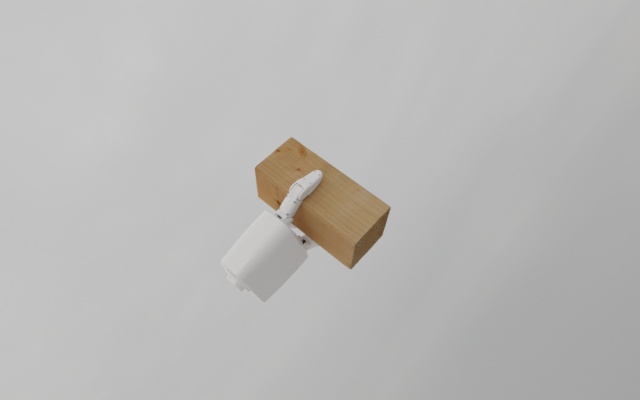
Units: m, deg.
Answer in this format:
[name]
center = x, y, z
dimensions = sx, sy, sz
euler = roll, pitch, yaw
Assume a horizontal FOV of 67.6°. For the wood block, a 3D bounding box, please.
[wood block]
center = 0.000, 0.003, 0.773
dimensions = 0.206, 0.090, 0.091
euler = 37, -28, 19
